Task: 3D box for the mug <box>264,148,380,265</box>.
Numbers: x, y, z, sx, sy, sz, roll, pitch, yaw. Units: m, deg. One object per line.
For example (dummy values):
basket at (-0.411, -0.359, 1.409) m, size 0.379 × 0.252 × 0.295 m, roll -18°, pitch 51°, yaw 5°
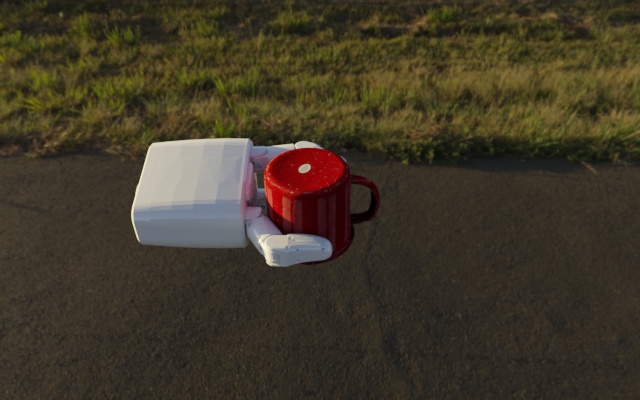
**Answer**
mug at (0.002, 0.001, 0.468) m, size 0.117 × 0.082 × 0.093 m, roll -2°, pitch 38°, yaw -1°
